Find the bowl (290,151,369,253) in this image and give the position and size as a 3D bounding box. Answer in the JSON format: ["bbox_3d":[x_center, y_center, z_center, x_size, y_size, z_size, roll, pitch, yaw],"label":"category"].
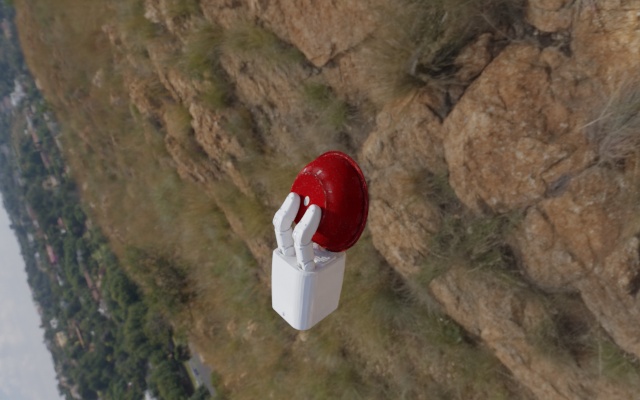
[{"bbox_3d":[0.000,0.001,0.741,0.055,0.162,0.162,-2,1,-39],"label":"bowl"}]
